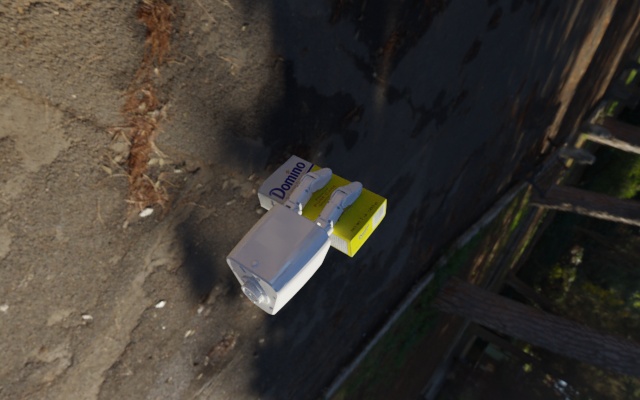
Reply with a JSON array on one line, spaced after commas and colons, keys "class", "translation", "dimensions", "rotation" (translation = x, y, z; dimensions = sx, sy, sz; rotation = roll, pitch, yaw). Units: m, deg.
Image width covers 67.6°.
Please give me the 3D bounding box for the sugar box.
[{"class": "sugar box", "translation": [0.000, 0.002, 0.712], "dimensions": [0.176, 0.048, 0.093], "rotation": [28, 57, 25]}]
